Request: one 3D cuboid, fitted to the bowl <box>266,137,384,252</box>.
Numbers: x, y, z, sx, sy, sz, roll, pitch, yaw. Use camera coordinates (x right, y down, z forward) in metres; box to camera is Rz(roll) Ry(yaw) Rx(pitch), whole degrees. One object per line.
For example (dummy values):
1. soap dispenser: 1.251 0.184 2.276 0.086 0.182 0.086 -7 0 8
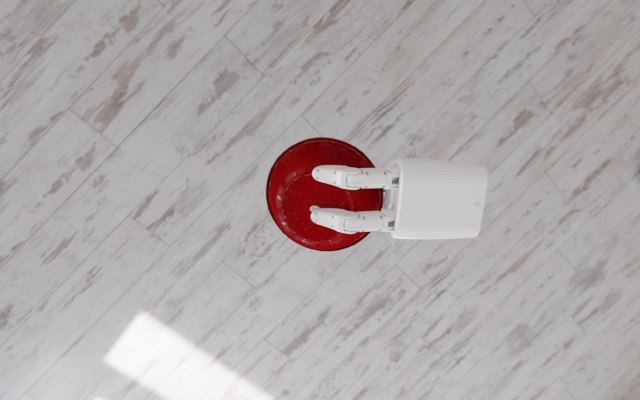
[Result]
1. bowl: -0.001 0.002 0.620 0.162 0.162 0.055 0 18 10
